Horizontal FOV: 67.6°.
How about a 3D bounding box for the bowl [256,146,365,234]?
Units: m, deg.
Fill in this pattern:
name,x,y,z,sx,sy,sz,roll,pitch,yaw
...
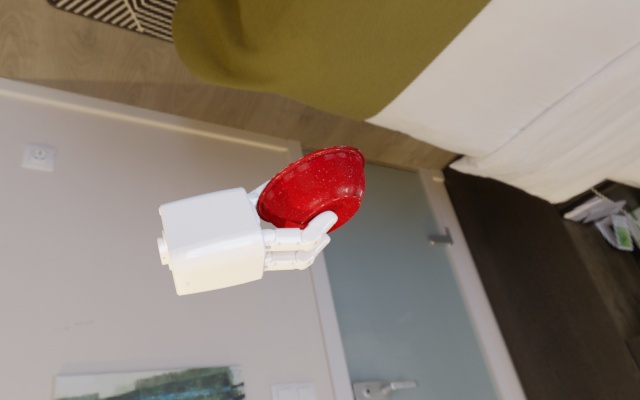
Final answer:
name,x,y,z,sx,sy,sz,roll,pitch,yaw
bowl,0.001,0.002,0.627,0.162,0.055,0.162,-24,-26,-13
